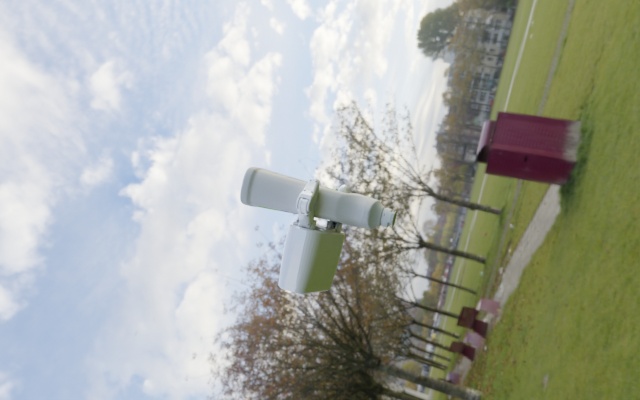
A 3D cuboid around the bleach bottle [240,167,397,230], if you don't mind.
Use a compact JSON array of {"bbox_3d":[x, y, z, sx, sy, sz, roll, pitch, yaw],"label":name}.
[{"bbox_3d":[0.000,0.003,0.798,0.251,0.068,0.102,13,3,16],"label":"bleach bottle"}]
